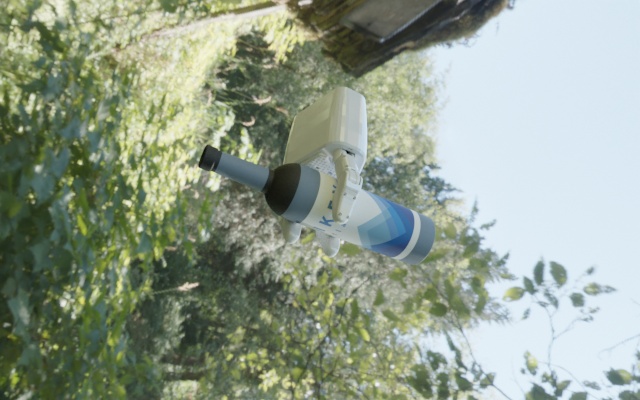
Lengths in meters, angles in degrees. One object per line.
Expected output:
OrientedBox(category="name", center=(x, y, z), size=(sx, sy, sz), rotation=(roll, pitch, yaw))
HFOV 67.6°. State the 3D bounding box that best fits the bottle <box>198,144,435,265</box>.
OrientedBox(category="bottle", center=(0.000, 0.002, 0.570), size=(0.296, 0.069, 0.069), rotation=(21, -8, -21))
